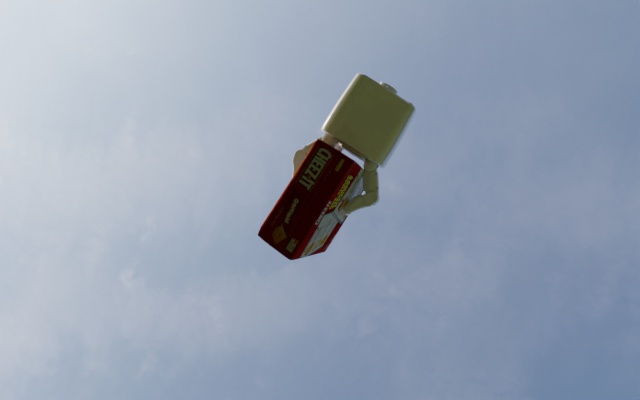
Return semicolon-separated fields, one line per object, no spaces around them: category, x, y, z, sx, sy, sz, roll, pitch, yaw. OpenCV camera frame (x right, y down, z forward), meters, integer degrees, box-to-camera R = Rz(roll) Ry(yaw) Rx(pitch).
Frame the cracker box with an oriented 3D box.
cracker box;0.000;0.003;0.756;0.072;0.164;0.214;33;5;13
